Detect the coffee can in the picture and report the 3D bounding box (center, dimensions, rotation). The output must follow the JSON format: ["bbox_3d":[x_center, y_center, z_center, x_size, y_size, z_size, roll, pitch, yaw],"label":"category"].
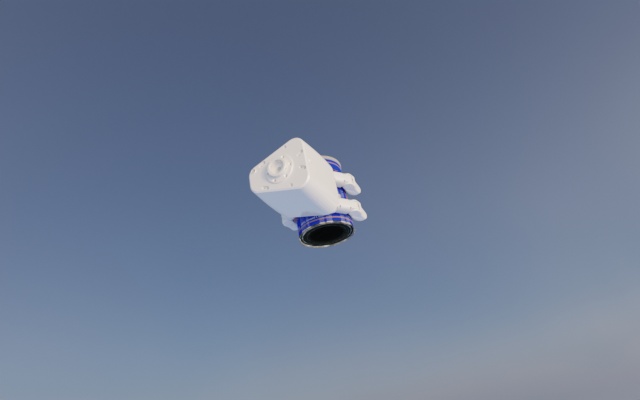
[{"bbox_3d":[0.000,0.003,0.885,0.103,0.140,0.103,-9,-29,-5],"label":"coffee can"}]
